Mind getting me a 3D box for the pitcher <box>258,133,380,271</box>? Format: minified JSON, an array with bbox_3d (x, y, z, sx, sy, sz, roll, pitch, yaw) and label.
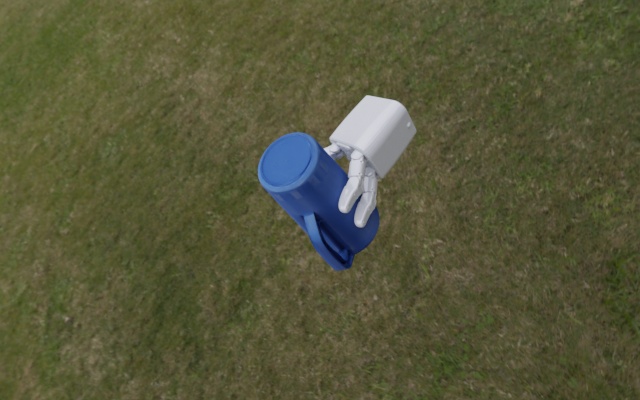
[{"bbox_3d":[0.000,0.002,0.808,0.149,0.145,0.243,35,-7,39],"label":"pitcher"}]
